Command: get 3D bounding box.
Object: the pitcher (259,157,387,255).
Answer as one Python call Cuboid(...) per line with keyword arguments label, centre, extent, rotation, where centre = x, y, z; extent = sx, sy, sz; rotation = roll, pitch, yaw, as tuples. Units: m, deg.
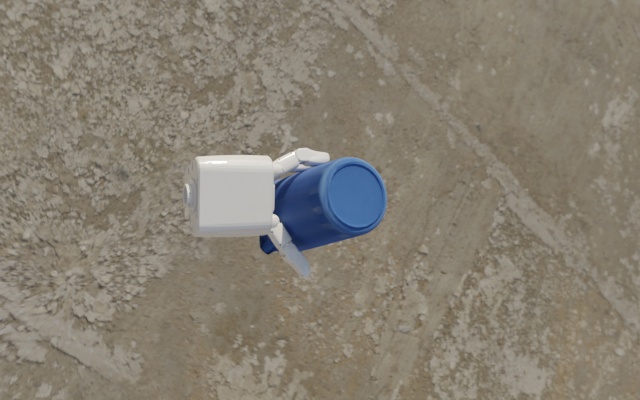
Cuboid(label="pitcher", centre=(0.000, 0.002, 0.743), extent=(0.145, 0.149, 0.243), rotation=(-1, -8, -27))
